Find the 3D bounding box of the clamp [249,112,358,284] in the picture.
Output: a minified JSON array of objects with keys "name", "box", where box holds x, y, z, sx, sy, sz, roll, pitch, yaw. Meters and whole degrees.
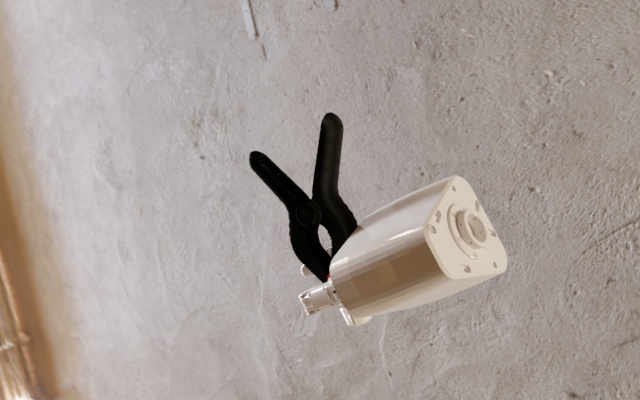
[{"name":"clamp","box":[0.000,0.002,0.475,0.120,0.171,0.039,-32,-8,41]}]
